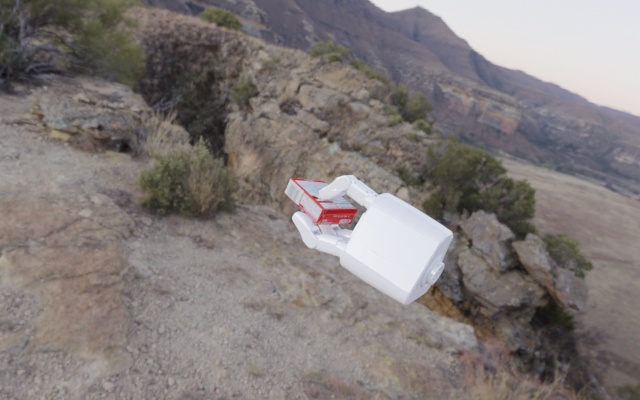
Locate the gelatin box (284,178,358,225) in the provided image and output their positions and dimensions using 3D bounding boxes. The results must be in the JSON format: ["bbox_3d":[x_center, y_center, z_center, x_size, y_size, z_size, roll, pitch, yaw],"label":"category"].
[{"bbox_3d":[0.000,0.002,0.720,0.073,0.030,0.089,2,32,-46],"label":"gelatin box"}]
